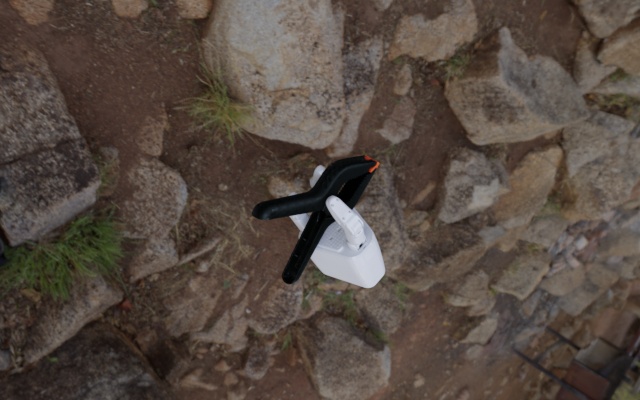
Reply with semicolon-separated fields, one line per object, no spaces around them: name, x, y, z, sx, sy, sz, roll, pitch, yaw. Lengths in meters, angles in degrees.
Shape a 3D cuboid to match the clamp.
clamp;0.001;0.002;0.647;0.036;0.210;0.165;33;-19;33
